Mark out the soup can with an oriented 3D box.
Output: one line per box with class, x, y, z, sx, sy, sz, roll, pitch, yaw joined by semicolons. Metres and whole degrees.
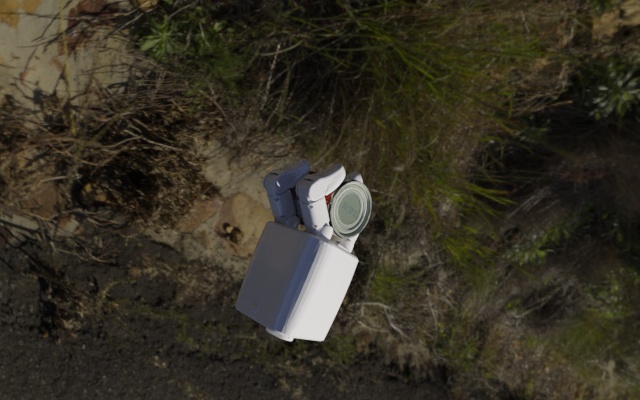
soup can;0.001;0.001;0.558;0.068;0.068;0.102;0;10;-43
